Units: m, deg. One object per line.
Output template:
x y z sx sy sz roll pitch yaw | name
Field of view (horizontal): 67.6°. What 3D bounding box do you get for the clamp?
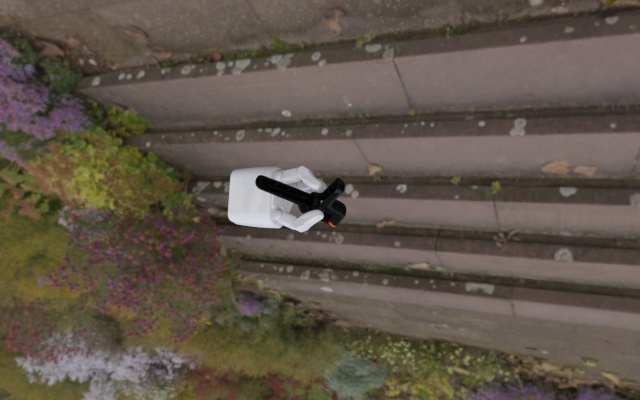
0.000 0.004 0.880 0.164 0.036 0.210 2 -20 30 | clamp
